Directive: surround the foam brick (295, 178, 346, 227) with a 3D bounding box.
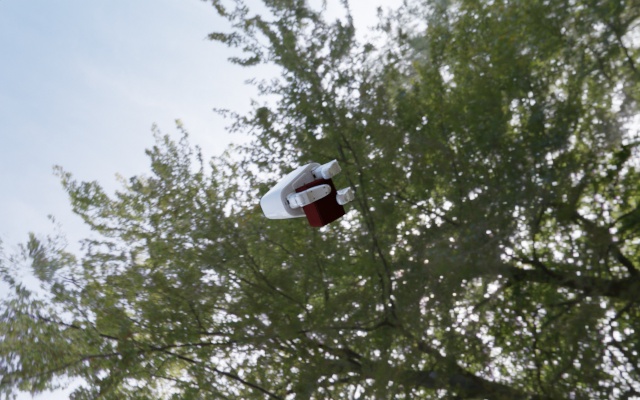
[{"bbox_3d":[0.000,0.003,0.860,0.053,0.078,0.051,-25,6,-29],"label":"foam brick"}]
